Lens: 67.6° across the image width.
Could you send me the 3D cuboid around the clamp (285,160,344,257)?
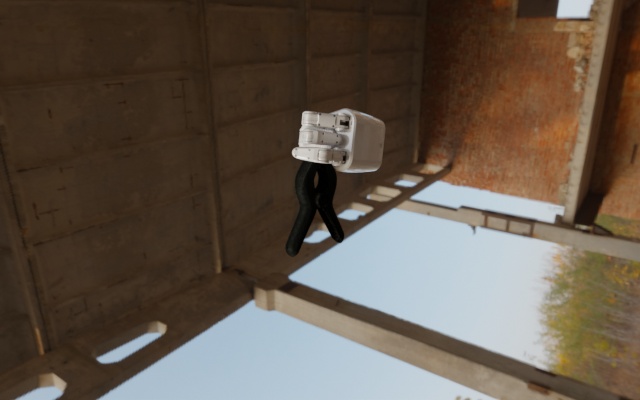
[{"bbox_3d":[0.000,0.002,0.765,0.039,0.171,0.120,14,9,38],"label":"clamp"}]
